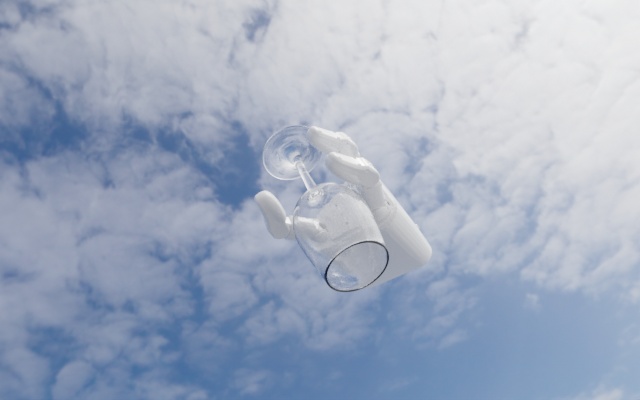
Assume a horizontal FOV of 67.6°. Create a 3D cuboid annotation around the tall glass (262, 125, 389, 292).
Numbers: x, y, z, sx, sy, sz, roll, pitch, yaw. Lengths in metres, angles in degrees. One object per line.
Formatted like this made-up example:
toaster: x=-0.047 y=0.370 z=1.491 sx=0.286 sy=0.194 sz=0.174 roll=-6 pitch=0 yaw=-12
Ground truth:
tall glass: x=0.000 y=0.001 z=0.495 sx=0.079 sy=0.079 sz=0.201 roll=0 pitch=35 yaw=-24
